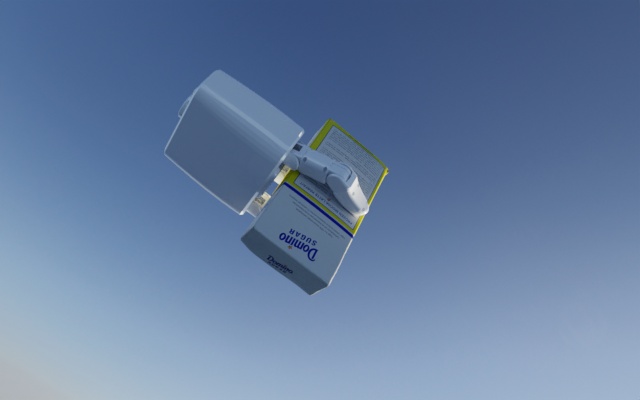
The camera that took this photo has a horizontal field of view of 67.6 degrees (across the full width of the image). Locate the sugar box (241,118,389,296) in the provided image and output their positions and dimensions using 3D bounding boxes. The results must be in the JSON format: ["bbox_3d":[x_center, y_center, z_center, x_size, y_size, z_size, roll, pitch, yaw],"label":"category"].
[{"bbox_3d":[0.000,0.002,0.505,0.093,0.176,0.048,39,-36,-8],"label":"sugar box"}]
